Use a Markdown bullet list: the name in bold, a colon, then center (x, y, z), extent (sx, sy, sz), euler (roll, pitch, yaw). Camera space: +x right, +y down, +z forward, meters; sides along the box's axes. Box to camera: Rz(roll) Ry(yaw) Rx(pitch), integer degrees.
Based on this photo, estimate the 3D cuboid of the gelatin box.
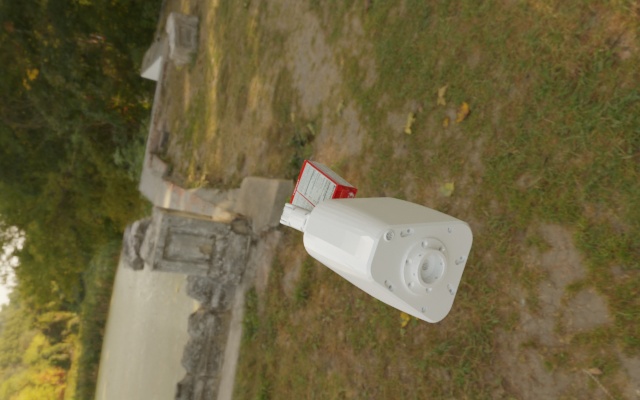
- **gelatin box**: center (0.000, 0.002, 0.556), extent (0.030, 0.073, 0.089), euler (10, 17, -33)
